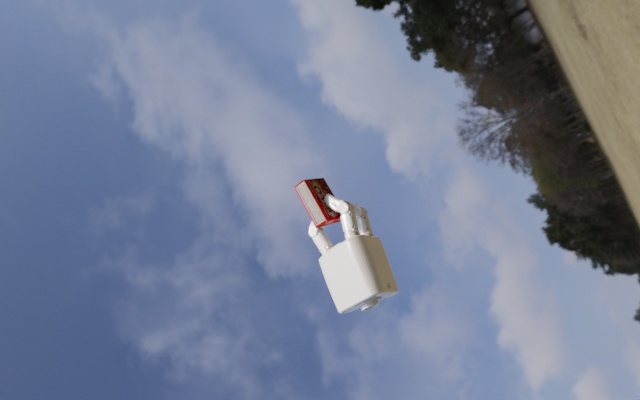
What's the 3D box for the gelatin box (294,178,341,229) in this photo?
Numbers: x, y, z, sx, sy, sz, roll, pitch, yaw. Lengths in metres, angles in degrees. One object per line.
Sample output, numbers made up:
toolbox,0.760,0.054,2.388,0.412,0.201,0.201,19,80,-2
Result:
gelatin box,0.000,0.003,0.878,0.030,0.089,0.073,-35,-12,28
